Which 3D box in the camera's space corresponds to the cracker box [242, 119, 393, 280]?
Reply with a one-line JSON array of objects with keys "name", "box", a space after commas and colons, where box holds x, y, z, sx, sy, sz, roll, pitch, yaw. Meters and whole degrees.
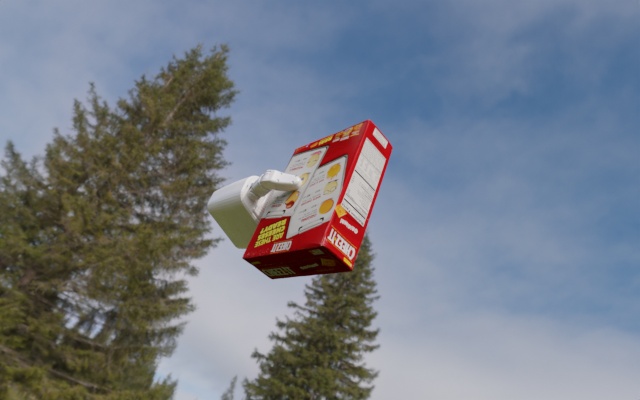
[{"name": "cracker box", "box": [0.000, 0.002, 0.683, 0.164, 0.213, 0.072, -15, -47, 45]}]
